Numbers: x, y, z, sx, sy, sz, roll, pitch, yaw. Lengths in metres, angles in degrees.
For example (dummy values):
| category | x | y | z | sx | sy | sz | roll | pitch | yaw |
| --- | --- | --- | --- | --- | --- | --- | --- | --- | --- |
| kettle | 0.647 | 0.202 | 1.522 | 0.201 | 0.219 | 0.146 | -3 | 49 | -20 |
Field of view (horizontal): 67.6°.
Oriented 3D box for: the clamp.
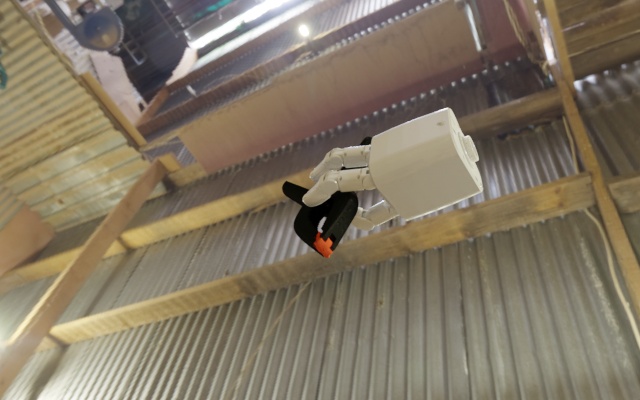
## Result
| category | x | y | z | sx | sy | sz | roll | pitch | yaw |
| --- | --- | --- | --- | --- | --- | --- | --- | --- | --- |
| clamp | 0.001 | 0.003 | 0.655 | 0.164 | 0.036 | 0.209 | -25 | 30 | 26 |
